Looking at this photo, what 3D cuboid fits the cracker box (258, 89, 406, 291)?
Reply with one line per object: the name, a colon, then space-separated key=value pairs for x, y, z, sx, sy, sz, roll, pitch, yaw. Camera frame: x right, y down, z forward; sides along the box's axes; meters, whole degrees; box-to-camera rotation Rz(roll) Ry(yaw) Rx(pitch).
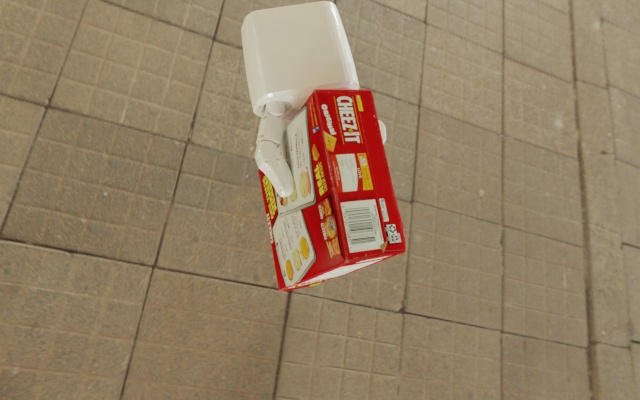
cracker box: x=0.000 y=0.002 z=0.523 sx=0.072 sy=0.164 sz=0.214 roll=-5 pitch=-14 yaw=-23
